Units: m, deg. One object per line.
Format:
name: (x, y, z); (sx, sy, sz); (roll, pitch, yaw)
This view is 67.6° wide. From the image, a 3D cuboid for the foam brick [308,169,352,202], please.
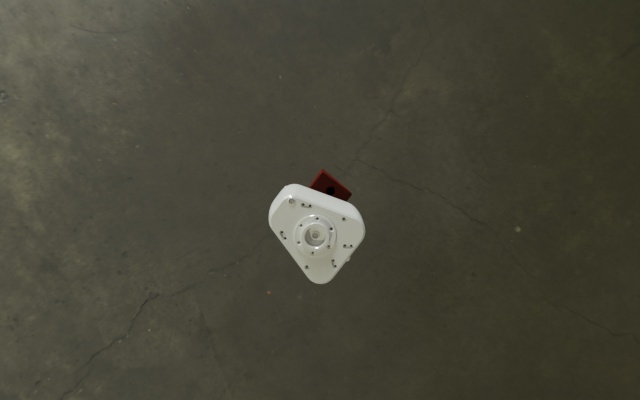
foam brick: (0.000, 0.002, 0.676); (0.053, 0.078, 0.051); (37, 4, -5)
